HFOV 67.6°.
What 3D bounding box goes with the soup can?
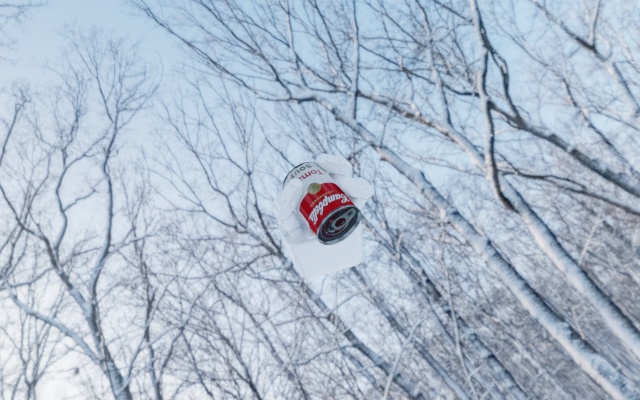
[{"bbox_3d":[0.000,0.002,0.652,0.068,0.068,0.102,0,39,-40],"label":"soup can"}]
